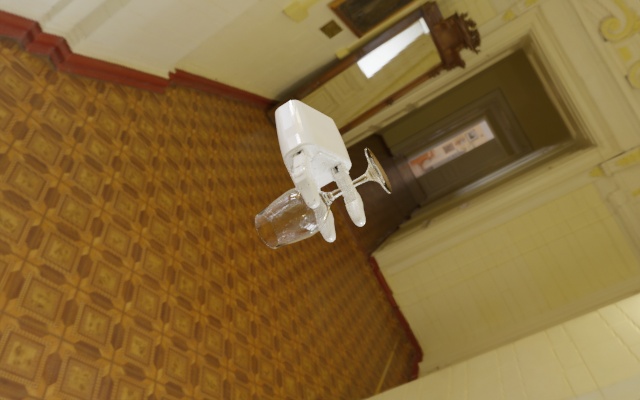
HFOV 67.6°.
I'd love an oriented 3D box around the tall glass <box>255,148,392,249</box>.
[{"bbox_3d":[0.001,0.002,0.712,0.201,0.079,0.079,-29,-9,17],"label":"tall glass"}]
